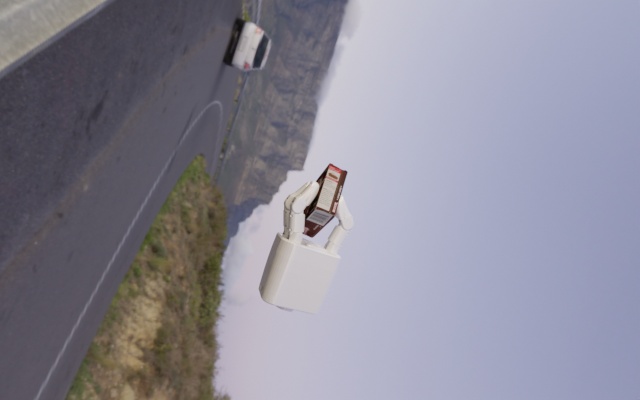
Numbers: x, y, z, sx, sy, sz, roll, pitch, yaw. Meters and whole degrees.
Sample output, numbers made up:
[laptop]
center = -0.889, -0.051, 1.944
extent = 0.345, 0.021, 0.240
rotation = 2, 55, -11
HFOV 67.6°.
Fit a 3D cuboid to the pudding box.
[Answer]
[pudding box]
center = 0.000, 0.003, 0.805
extent = 0.039, 0.090, 0.113
rotation = 23, -29, -13
